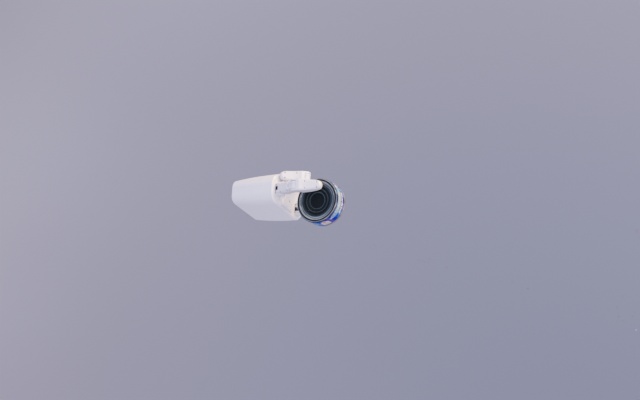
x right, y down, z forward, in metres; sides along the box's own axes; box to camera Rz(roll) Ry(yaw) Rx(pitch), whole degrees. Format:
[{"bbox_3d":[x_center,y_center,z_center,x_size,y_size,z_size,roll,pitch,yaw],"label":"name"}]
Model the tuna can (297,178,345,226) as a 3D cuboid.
[{"bbox_3d":[0.000,0.003,0.886,0.086,0.086,0.034,0,-13,28],"label":"tuna can"}]
